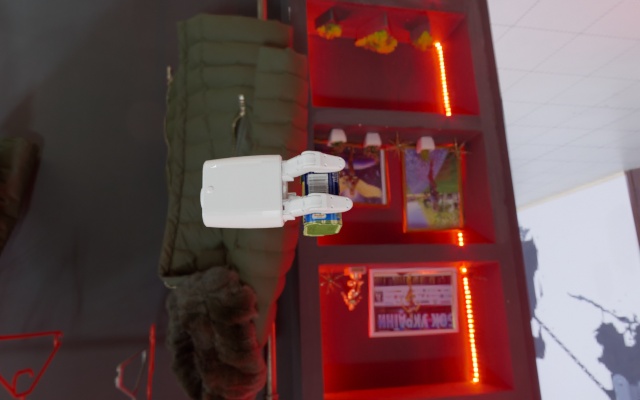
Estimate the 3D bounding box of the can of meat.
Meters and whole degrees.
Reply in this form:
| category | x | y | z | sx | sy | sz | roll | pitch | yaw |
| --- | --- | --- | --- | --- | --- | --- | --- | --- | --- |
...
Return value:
| category | x | y | z | sx | sy | sz | roll | pitch | yaw |
| --- | --- | --- | --- | --- | --- | --- | --- | --- | --- |
| can of meat | 0.000 | 0.003 | 0.681 | 0.057 | 0.084 | 0.102 | -2 | -13 | -3 |
